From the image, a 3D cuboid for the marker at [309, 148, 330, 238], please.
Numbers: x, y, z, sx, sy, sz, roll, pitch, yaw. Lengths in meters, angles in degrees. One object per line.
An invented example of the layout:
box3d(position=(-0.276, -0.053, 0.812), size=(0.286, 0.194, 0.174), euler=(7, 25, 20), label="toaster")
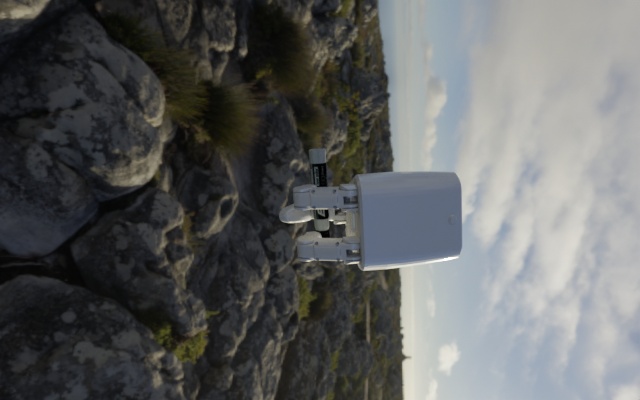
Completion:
box3d(position=(0.000, 0.002, 0.545), size=(0.020, 0.121, 0.020), euler=(-4, 11, 1), label="marker")
